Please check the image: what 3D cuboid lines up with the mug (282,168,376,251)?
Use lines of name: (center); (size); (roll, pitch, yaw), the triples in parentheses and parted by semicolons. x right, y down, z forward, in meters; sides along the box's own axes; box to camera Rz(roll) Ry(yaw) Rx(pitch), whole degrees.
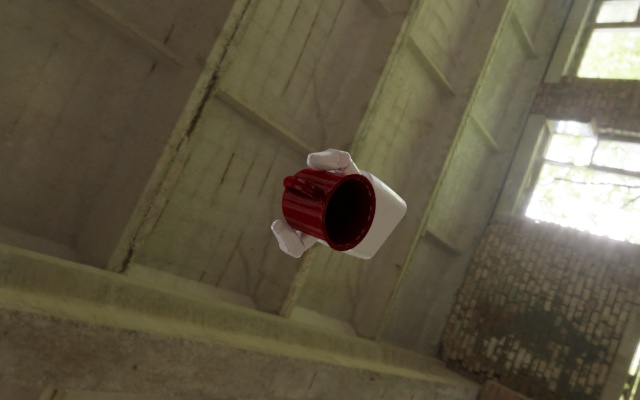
mug: (-0.001, 0.001, 0.572); (0.081, 0.093, 0.117); (17, -10, 43)
